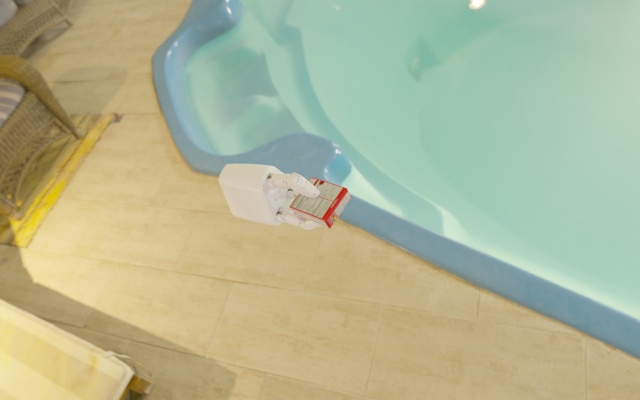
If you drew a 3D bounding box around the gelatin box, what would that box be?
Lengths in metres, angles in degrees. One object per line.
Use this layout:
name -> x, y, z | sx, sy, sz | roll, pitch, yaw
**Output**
gelatin box -> 0.000, 0.003, 0.849 | 0.089, 0.073, 0.030 | 19, -25, 39
